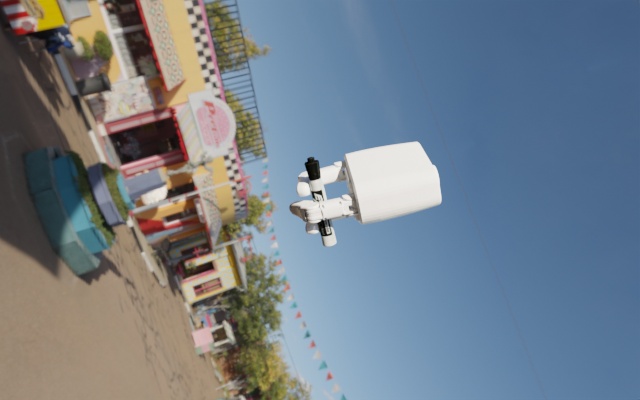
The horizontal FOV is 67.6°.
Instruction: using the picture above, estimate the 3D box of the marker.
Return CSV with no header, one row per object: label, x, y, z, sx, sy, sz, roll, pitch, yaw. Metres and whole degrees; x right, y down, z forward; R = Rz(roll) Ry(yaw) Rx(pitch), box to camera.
marker,0.000,0.002,0.619,0.020,0.121,0.020,-11,18,4
